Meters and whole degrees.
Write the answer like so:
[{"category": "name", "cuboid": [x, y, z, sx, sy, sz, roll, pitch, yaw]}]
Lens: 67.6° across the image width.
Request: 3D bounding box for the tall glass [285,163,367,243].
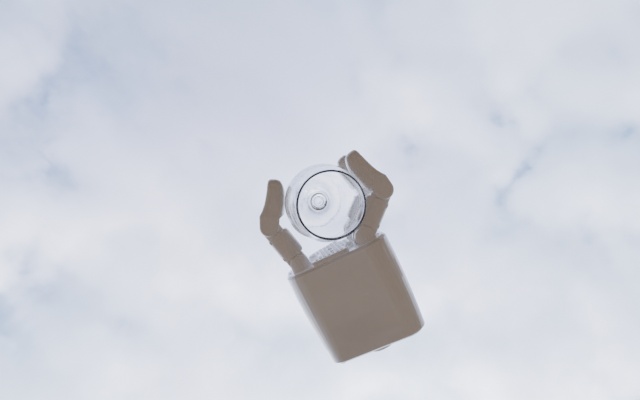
[{"category": "tall glass", "cuboid": [0.000, 0.002, 0.512, 0.079, 0.079, 0.201, 0, 1, -5]}]
